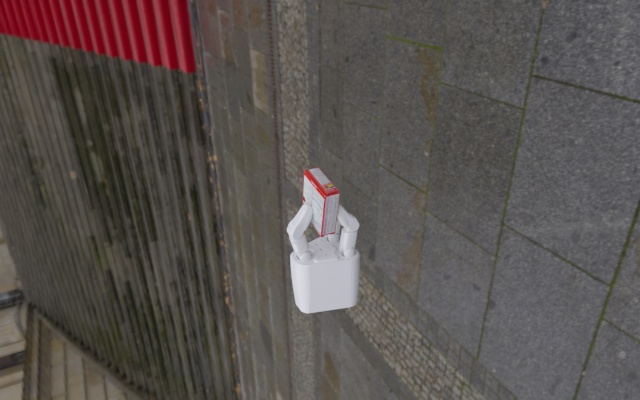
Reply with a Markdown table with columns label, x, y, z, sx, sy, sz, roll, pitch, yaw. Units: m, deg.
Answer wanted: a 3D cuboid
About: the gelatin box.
| label | x | y | z | sx | sy | sz | roll | pitch | yaw |
| --- | --- | --- | --- | --- | --- | --- | --- | --- | --- |
| gelatin box | 0.000 | 0.002 | 0.772 | 0.030 | 0.089 | 0.073 | -15 | 43 | -22 |
